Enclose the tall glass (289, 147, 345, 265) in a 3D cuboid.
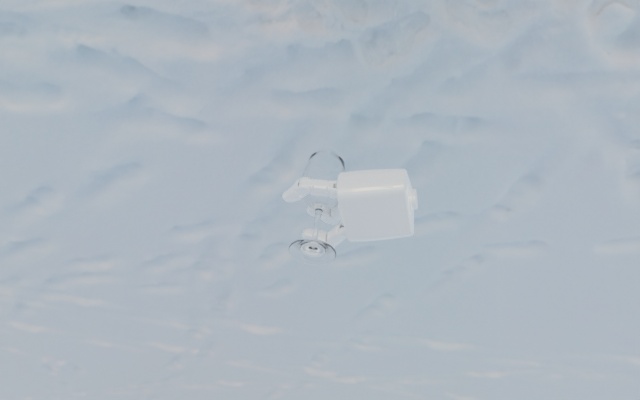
[{"bbox_3d":[0.000,0.003,0.796,0.079,0.201,0.079,5,-38,4],"label":"tall glass"}]
